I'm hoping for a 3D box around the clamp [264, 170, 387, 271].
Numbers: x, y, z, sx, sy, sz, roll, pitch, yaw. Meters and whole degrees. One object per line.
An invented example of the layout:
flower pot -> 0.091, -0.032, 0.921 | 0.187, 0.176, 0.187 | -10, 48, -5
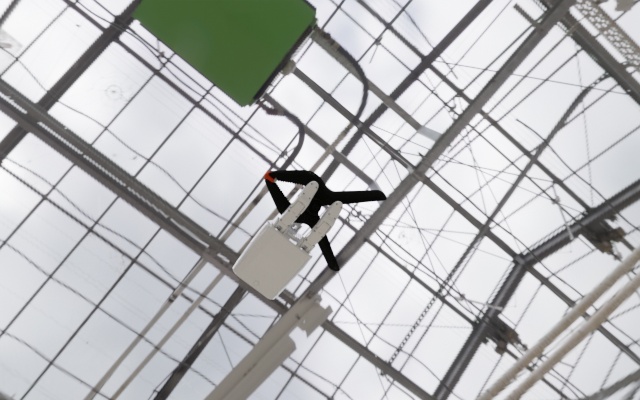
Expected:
clamp -> -0.001, 0.002, 0.830 | 0.210, 0.164, 0.036 | 39, 3, -10
